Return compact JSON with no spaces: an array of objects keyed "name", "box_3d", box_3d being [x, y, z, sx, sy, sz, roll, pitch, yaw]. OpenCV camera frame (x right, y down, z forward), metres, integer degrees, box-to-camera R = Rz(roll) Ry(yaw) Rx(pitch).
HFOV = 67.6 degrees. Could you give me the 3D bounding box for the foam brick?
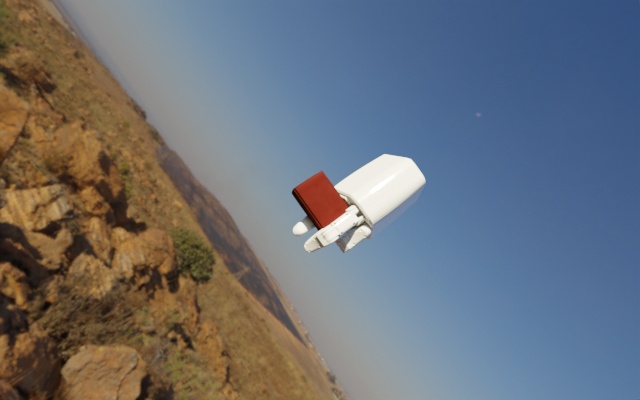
[{"name":"foam brick","box_3d":[0.000,0.002,0.710,0.051,0.078,0.053,-36,1,-9]}]
